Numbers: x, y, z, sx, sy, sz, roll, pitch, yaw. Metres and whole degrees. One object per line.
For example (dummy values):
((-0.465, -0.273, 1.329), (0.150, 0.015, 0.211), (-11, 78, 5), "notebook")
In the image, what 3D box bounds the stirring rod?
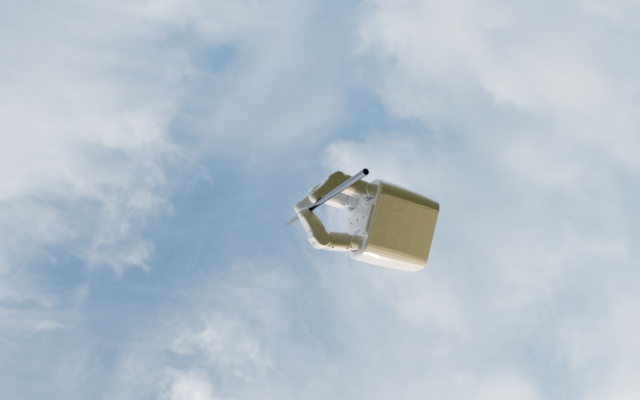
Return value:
((0.000, 0.002, 0.618), (0.011, 0.011, 0.239), (0, -16, -25), "stirring rod")
